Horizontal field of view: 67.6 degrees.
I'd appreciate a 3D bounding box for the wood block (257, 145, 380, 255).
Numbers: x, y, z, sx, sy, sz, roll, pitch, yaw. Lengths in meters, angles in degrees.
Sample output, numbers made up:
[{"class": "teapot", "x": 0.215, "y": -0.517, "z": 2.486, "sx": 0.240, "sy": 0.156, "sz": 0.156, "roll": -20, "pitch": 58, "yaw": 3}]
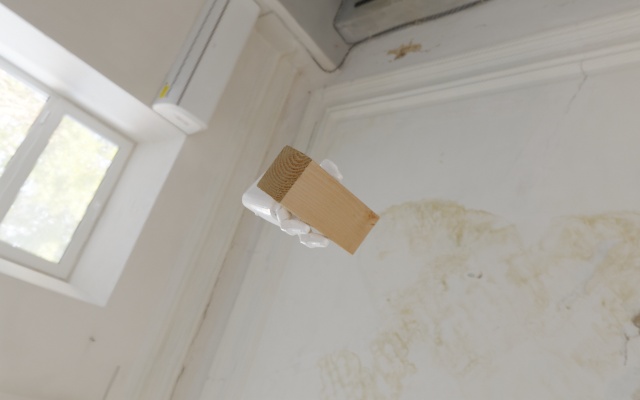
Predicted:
[{"class": "wood block", "x": 0.000, "y": 0.002, "z": 0.852, "sx": 0.206, "sy": 0.091, "sz": 0.090, "roll": 38, "pitch": -3, "yaw": -40}]
